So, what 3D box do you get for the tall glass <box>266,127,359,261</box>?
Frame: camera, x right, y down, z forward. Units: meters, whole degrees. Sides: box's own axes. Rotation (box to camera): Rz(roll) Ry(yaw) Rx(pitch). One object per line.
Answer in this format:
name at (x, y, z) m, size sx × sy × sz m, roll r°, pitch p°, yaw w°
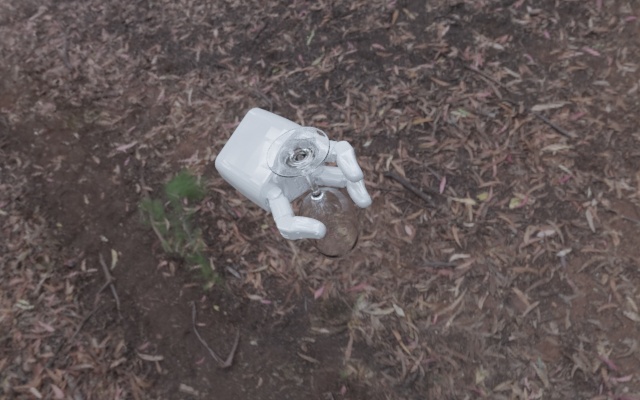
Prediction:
tall glass at (0.000, 0.002, 0.608) m, size 0.079 × 0.079 × 0.201 m, roll 0°, pitch -35°, yaw 19°
